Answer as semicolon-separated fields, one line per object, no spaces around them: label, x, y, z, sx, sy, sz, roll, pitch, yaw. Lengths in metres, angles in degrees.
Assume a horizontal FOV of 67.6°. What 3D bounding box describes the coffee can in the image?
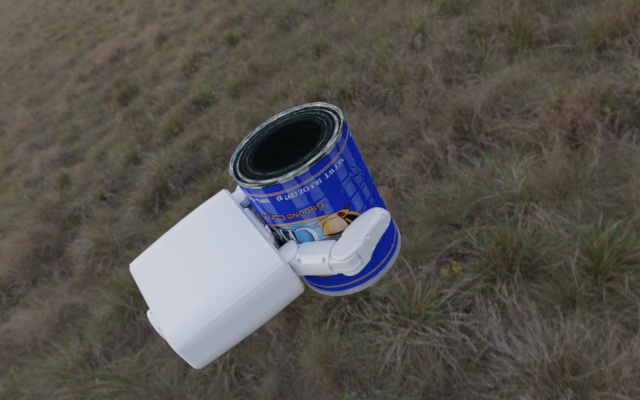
coffee can;0.000;0.001;0.420;0.103;0.102;0.140;0;-44;35
